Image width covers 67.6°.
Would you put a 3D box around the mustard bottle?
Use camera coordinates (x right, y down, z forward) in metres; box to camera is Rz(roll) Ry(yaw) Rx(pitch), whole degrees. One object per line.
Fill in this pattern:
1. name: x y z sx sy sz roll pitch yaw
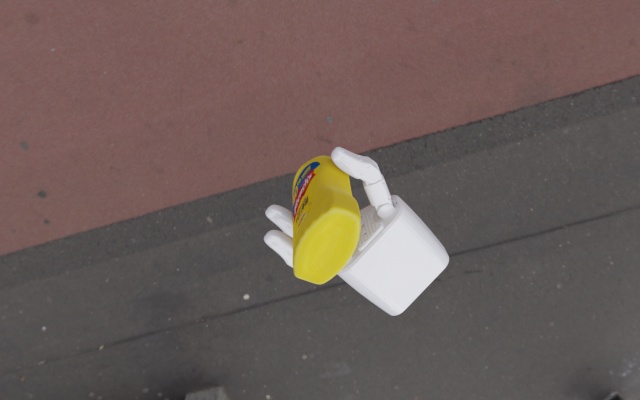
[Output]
1. mustard bottle: 0.000 0.002 0.554 0.058 0.096 0.191 19 27 -14
